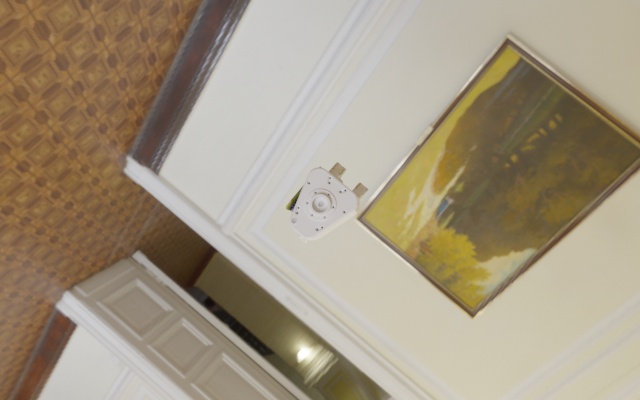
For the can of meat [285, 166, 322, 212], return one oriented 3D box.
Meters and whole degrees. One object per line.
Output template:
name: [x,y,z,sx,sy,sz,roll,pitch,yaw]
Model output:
can of meat: [0.000,0.003,0.887,0.084,0.102,0.057,39,-3,5]
